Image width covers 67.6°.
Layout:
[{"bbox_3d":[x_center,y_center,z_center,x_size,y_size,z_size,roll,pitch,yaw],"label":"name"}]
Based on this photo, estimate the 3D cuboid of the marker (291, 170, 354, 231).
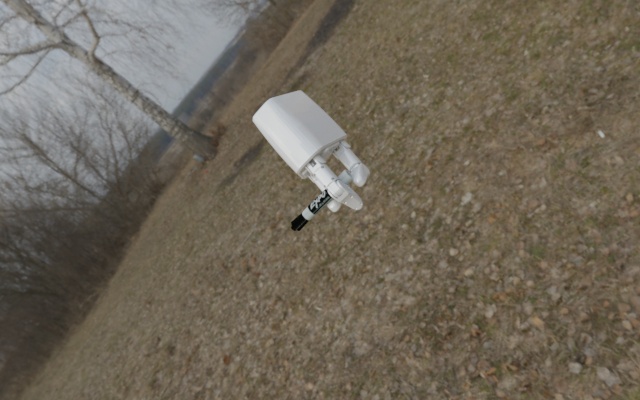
[{"bbox_3d":[0.000,0.002,0.699,0.121,0.020,0.020,-44,-16,17],"label":"marker"}]
